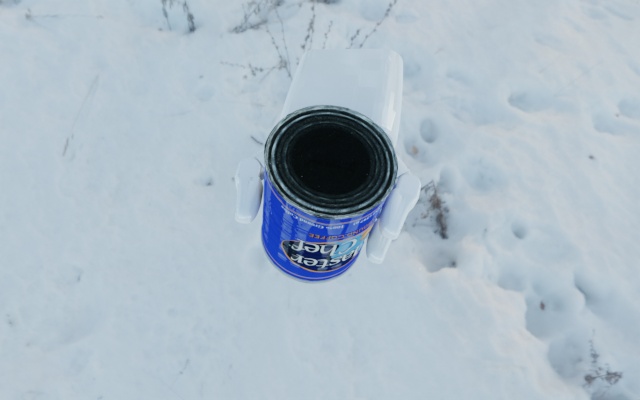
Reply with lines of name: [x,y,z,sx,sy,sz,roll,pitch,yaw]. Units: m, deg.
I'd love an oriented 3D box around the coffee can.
coffee can: [0.000,0.002,0.419,0.103,0.102,0.140,0,-29,-8]
